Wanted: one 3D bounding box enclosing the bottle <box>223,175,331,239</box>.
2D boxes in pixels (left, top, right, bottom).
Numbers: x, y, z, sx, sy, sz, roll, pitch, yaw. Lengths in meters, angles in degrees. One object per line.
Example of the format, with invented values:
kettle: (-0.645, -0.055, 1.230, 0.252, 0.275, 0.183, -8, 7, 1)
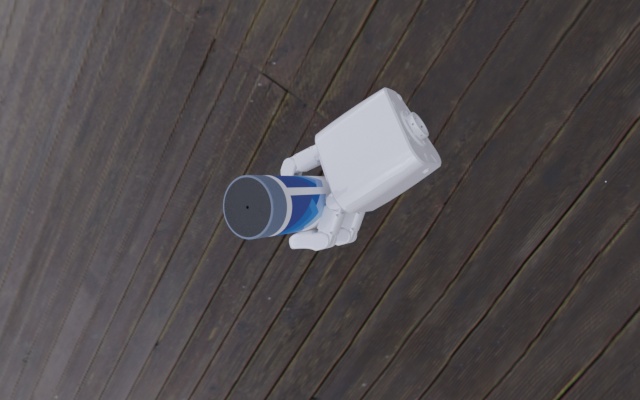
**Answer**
bottle: (0.000, 0.002, 0.615, 0.069, 0.069, 0.295, 0, 2, 31)
